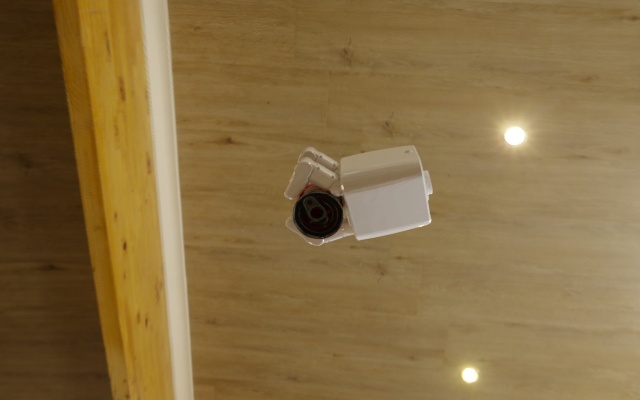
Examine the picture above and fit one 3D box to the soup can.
[{"bbox_3d":[0.000,0.002,0.673,0.068,0.068,0.102,0,21,4],"label":"soup can"}]
